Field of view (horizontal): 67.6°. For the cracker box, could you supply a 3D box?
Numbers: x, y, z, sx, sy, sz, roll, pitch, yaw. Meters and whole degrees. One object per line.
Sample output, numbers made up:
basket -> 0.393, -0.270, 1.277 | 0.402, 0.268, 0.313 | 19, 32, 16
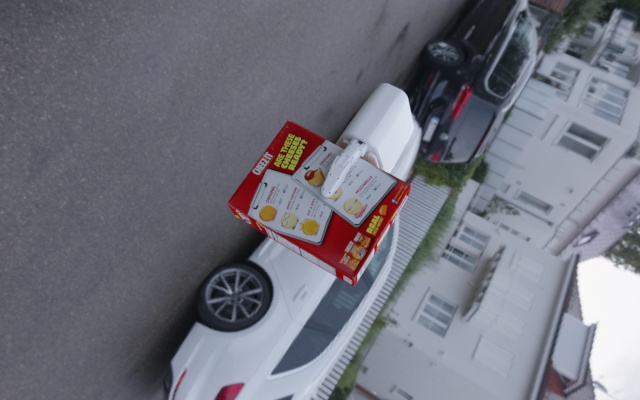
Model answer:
cracker box -> 0.000, 0.002, 0.708 | 0.213, 0.164, 0.072 | 29, -18, 14
